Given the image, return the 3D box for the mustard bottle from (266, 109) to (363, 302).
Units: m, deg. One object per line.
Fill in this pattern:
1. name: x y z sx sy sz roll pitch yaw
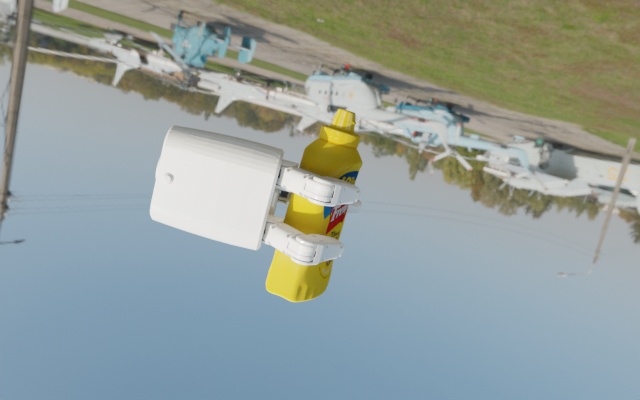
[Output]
1. mustard bottle: 0.000 0.002 0.488 0.058 0.191 0.096 19 11 20
